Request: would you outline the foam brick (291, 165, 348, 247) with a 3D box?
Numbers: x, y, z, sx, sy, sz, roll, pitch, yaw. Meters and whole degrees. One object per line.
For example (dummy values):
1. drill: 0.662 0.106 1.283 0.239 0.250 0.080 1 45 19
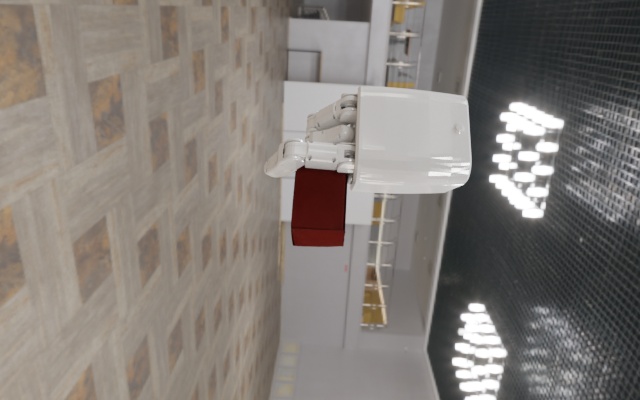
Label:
1. foam brick: 0.000 0.002 0.466 0.051 0.078 0.053 4 -22 1
